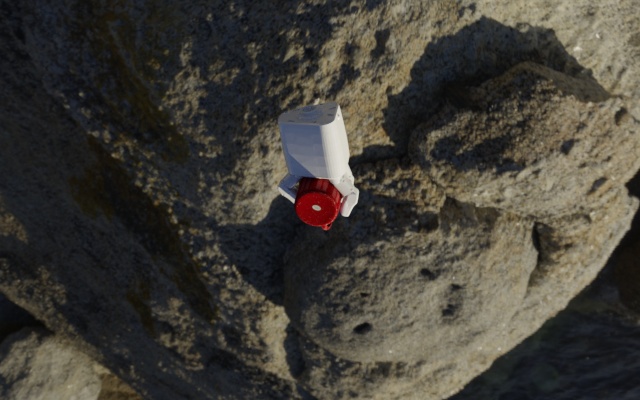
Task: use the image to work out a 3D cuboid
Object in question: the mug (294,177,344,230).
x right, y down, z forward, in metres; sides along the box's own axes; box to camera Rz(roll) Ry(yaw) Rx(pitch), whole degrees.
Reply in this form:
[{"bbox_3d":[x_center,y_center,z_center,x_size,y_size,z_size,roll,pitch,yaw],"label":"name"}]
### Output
[{"bbox_3d":[0.000,0.004,0.887,0.093,0.117,0.081,-4,34,14],"label":"mug"}]
